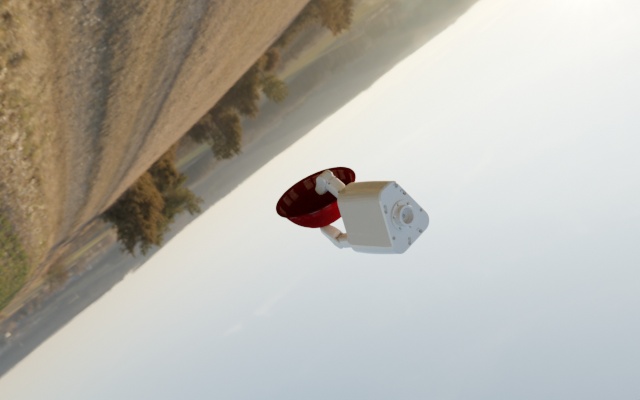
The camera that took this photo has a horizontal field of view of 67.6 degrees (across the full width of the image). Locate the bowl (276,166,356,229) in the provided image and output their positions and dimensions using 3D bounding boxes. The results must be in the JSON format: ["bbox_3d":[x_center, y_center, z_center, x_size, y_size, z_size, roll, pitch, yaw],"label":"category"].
[{"bbox_3d":[0.000,0.003,0.886,0.162,0.055,0.162,-21,26,11],"label":"bowl"}]
